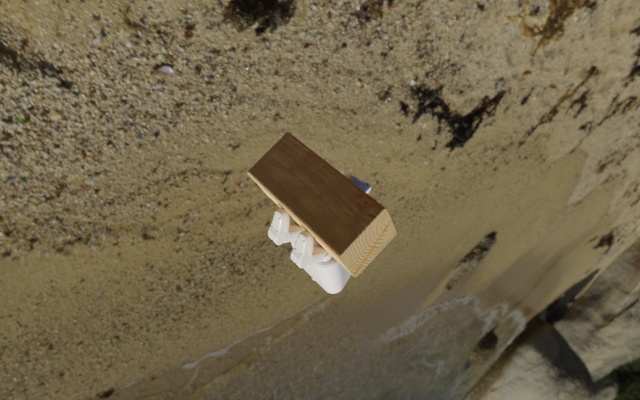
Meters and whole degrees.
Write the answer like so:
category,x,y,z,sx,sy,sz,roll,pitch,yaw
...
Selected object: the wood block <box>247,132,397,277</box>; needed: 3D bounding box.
category,x,y,z,sx,sy,sz,roll,pitch,yaw
wood block,0.001,0.002,0.695,0.206,0.091,0.090,40,-7,31
